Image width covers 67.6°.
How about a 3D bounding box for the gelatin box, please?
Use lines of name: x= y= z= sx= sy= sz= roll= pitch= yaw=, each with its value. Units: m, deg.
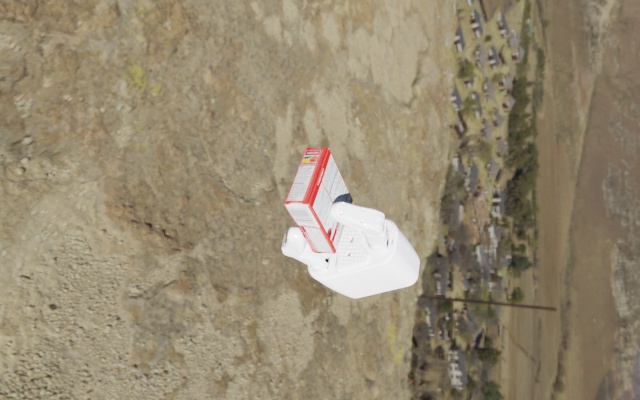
gelatin box: x=0.000 y=0.001 z=0.491 sx=0.030 sy=0.073 sz=0.089 roll=2 pitch=-37 yaw=25
